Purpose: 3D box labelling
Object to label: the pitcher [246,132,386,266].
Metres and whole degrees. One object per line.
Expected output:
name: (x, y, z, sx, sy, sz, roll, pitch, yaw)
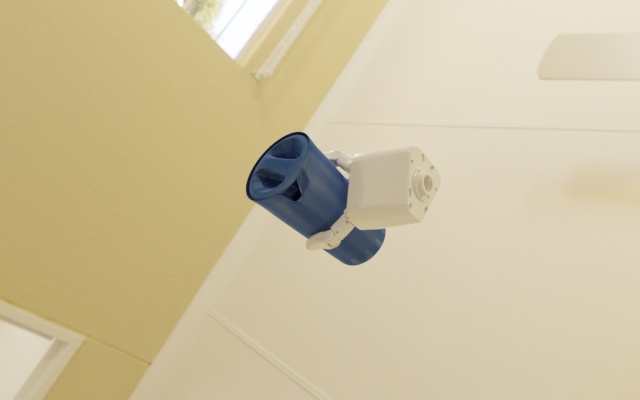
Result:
pitcher: (0.000, 0.003, 0.807, 0.145, 0.149, 0.243, -10, -40, 42)
